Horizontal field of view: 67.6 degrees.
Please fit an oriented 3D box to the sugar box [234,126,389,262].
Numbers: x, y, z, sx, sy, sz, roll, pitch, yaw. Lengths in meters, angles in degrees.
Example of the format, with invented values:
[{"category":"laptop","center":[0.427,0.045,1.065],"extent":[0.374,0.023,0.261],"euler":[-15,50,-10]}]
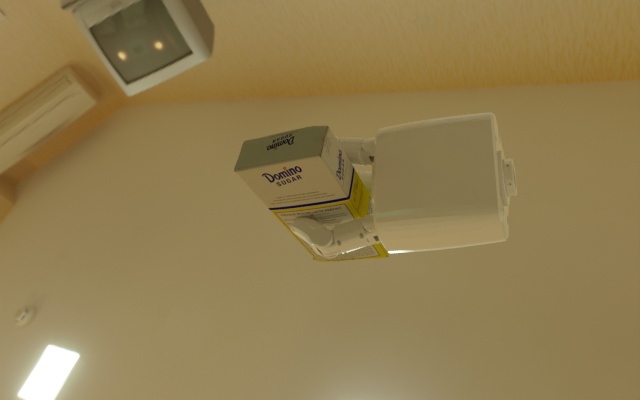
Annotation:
[{"category":"sugar box","center":[0.000,0.001,0.489],"extent":[0.093,0.048,0.176],"euler":[-7,-40,25]}]
